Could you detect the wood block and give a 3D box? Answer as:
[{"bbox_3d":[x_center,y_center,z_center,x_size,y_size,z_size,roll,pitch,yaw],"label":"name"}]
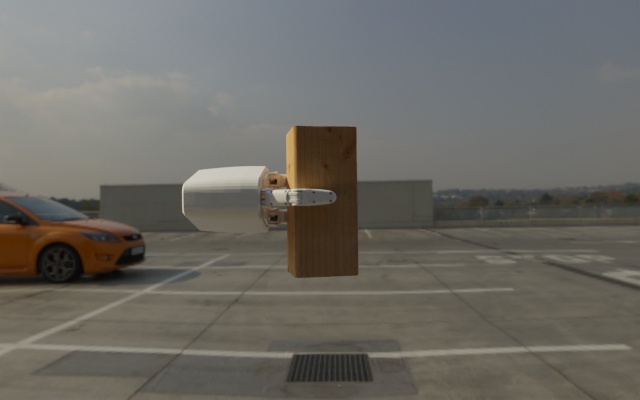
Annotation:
[{"bbox_3d":[0.000,0.002,0.690,0.090,0.206,0.091,-1,-1,-11],"label":"wood block"}]
